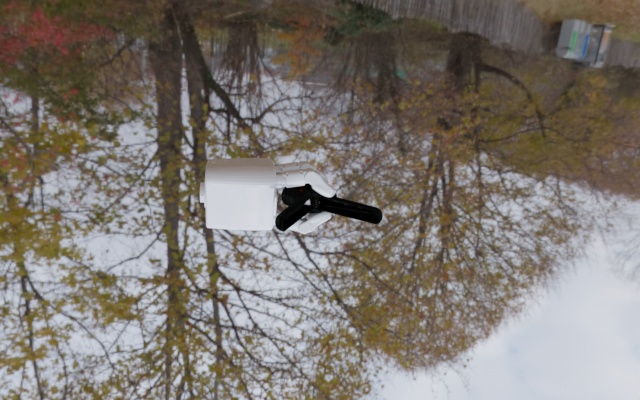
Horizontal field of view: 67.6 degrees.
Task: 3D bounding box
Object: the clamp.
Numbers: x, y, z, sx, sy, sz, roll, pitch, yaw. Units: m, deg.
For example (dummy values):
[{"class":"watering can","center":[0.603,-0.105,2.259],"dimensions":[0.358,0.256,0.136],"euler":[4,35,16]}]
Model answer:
[{"class":"clamp","center":[0.000,0.003,0.784],"dimensions":[0.164,0.036,0.210],"euler":[0,17,-10]}]
